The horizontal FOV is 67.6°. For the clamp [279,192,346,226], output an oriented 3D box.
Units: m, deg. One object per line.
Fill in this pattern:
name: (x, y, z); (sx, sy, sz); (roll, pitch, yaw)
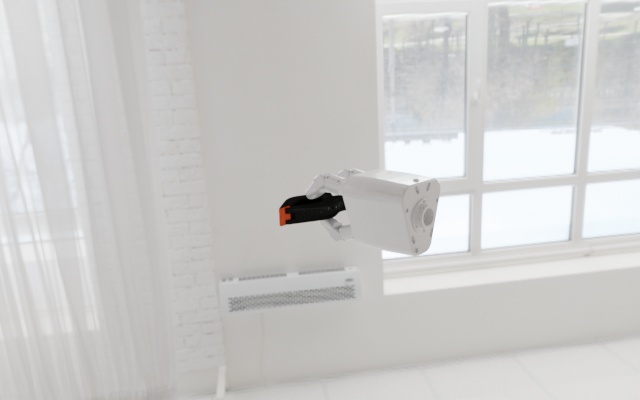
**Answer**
clamp: (0.000, 0.004, 0.804); (0.210, 0.036, 0.164); (-15, 18, -42)
